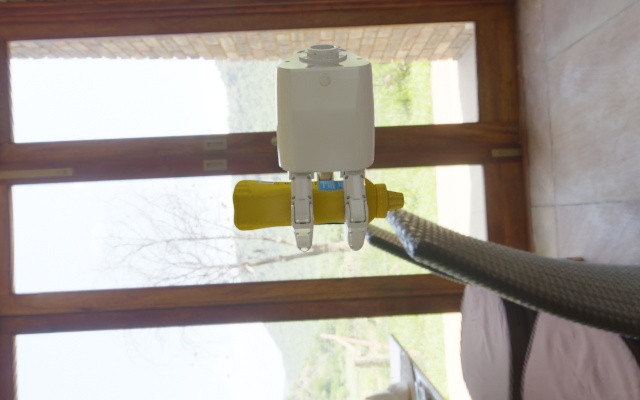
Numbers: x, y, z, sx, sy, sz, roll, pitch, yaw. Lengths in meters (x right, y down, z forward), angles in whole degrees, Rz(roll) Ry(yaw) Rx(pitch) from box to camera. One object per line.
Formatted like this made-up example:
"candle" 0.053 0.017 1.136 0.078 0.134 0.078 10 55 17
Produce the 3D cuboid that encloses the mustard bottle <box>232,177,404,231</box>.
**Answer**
"mustard bottle" 0.000 0.002 0.551 0.191 0.058 0.096 -2 5 -1
